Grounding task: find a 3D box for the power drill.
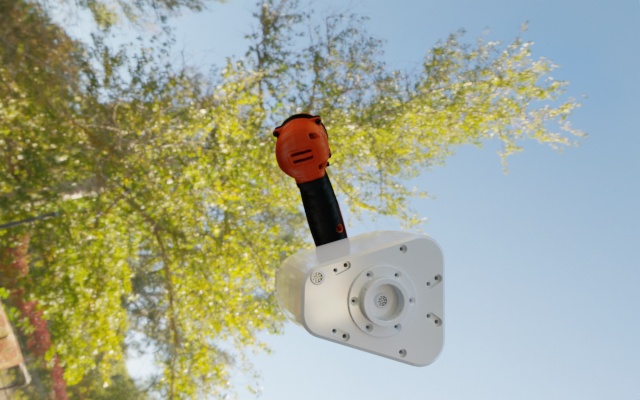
[{"bbox_3d":[0.000,0.002,0.500,0.057,0.188,0.184,-17,15,5],"label":"power drill"}]
